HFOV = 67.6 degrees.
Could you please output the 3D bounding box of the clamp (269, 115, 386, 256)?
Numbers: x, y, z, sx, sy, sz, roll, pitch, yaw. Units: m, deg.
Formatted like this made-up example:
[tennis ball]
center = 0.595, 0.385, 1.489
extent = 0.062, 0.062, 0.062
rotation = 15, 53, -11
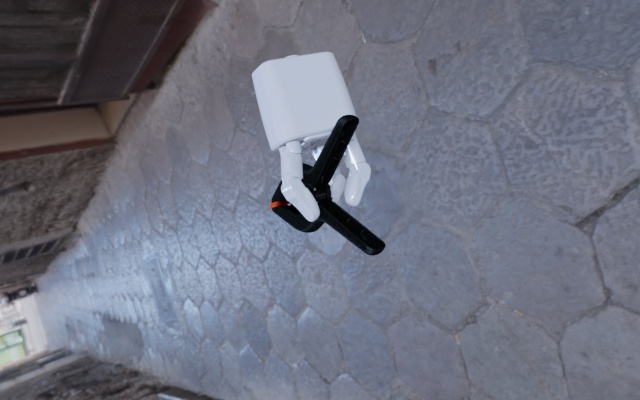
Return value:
[clamp]
center = -0.001, 0.002, 0.618
extent = 0.036, 0.164, 0.210
rotation = -11, -8, -37
